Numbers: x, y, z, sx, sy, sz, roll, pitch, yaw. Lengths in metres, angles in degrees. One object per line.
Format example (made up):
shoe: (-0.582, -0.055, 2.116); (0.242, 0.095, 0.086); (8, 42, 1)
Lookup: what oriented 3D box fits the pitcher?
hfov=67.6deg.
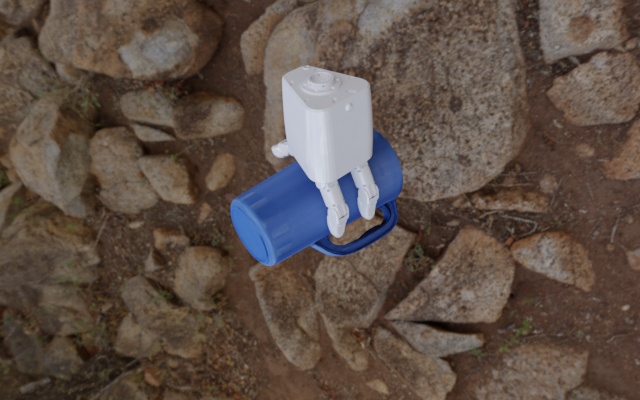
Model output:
pitcher: (0.000, 0.002, 0.709); (0.243, 0.145, 0.149); (-31, 49, -26)
